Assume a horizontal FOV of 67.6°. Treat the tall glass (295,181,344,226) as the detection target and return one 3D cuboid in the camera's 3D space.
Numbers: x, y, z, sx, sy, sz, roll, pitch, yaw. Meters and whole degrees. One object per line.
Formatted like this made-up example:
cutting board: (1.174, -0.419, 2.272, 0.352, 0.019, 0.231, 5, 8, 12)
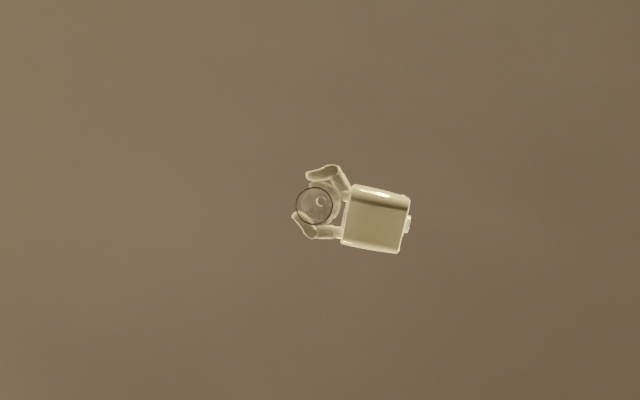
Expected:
tall glass: (0.000, 0.003, 0.869, 0.079, 0.079, 0.201, 0, 4, 6)
